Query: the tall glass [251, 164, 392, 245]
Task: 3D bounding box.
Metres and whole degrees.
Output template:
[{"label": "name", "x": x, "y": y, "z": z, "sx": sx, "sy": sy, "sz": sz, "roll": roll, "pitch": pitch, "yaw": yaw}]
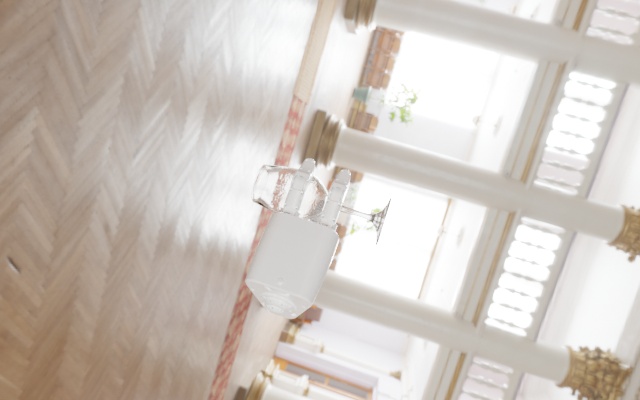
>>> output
[{"label": "tall glass", "x": 0.001, "y": 0.002, "z": 0.720, "sx": 0.201, "sy": 0.079, "sz": 0.079, "roll": 17, "pitch": 2, "yaw": 8}]
